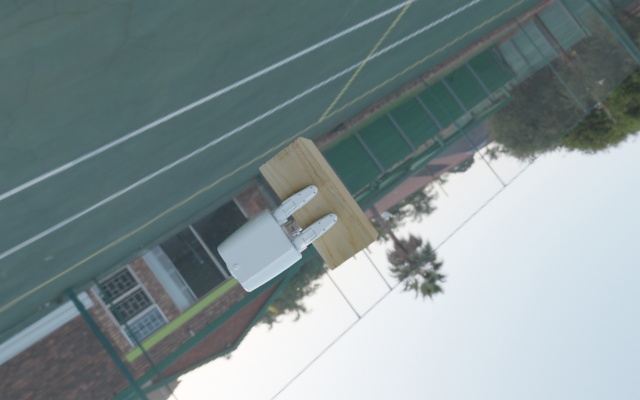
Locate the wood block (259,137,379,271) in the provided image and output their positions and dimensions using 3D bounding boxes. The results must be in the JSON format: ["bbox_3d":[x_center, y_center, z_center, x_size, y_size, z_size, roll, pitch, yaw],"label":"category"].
[{"bbox_3d":[0.000,0.003,0.809,0.090,0.206,0.091,-36,-3,10],"label":"wood block"}]
